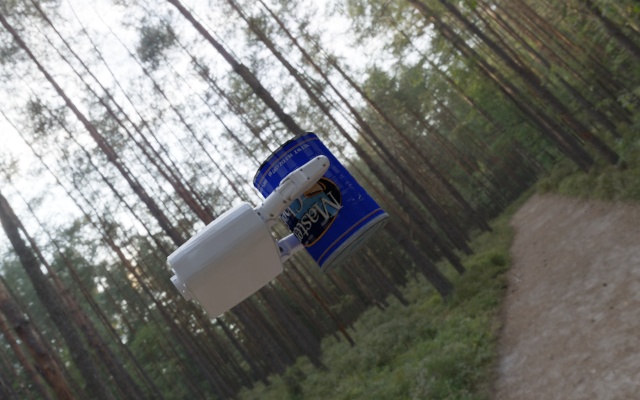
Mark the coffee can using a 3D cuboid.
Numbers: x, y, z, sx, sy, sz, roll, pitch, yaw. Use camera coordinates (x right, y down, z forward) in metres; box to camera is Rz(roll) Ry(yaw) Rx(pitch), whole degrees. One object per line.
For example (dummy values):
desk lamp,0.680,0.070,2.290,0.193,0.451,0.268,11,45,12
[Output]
coffee can,0.000,0.002,0.581,0.103,0.140,0.103,-38,-14,-11
